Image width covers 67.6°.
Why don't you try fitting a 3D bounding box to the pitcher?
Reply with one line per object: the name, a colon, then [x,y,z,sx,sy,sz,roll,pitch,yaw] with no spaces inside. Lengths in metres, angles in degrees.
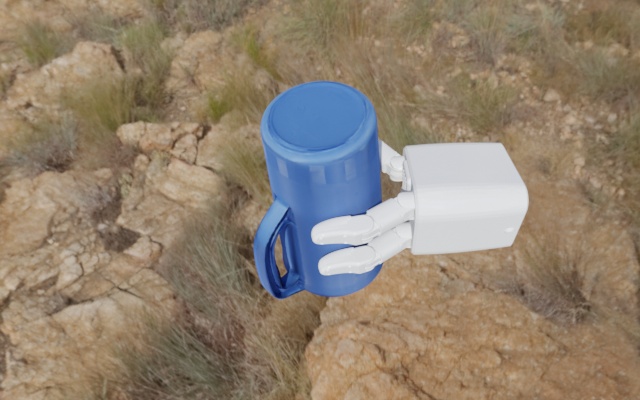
pitcher: [0.000,0.002,0.522,0.145,0.149,0.243,-2,-37,5]
